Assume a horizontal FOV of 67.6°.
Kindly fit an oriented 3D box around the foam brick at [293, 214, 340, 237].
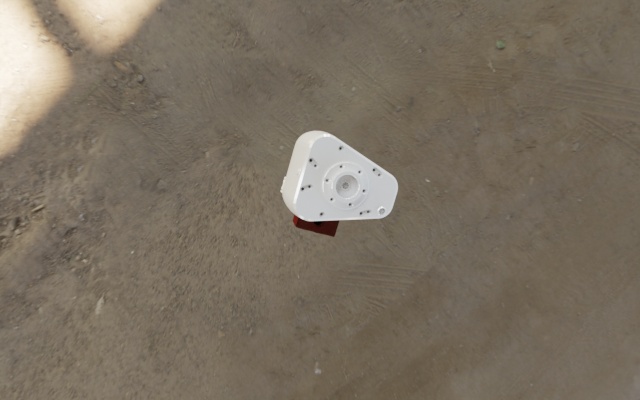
[{"bbox_3d":[0.000,0.002,0.623,0.053,0.078,0.051,15,5,-11],"label":"foam brick"}]
